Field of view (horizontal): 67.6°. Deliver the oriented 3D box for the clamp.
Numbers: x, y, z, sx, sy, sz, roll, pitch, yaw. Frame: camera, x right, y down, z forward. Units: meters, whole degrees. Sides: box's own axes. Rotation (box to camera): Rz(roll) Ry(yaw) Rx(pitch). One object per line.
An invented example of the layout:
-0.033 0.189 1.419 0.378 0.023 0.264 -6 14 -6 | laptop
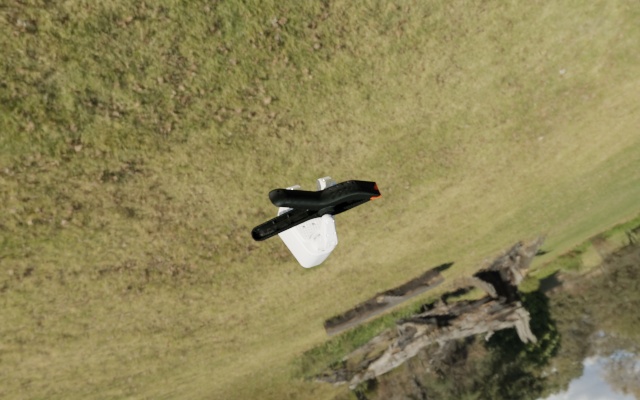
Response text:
0.001 0.003 0.721 0.210 0.036 0.165 -16 -16 -16 | clamp
